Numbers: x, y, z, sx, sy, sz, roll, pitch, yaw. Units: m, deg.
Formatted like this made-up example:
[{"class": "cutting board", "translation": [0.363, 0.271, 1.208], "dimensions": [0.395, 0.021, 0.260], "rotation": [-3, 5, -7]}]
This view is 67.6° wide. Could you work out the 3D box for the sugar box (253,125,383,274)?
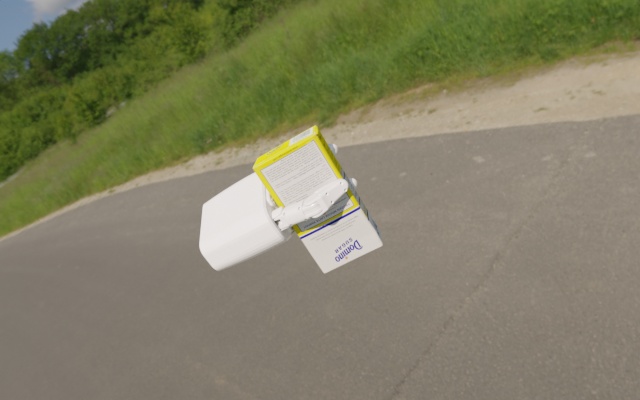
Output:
[{"class": "sugar box", "translation": [0.000, 0.002, 0.623], "dimensions": [0.093, 0.176, 0.048], "rotation": [-27, 22, 13]}]
